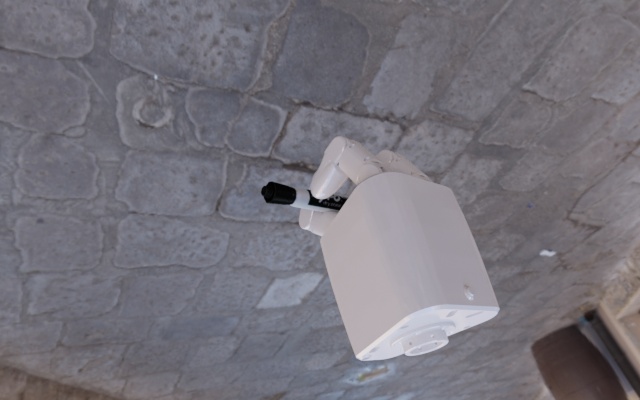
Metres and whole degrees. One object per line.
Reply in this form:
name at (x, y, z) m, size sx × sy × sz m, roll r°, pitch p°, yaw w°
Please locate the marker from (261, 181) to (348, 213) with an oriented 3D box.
marker at (0.000, 0.001, 0.432) m, size 0.121 × 0.020 × 0.020 m, roll 11°, pitch -7°, yaw -37°
